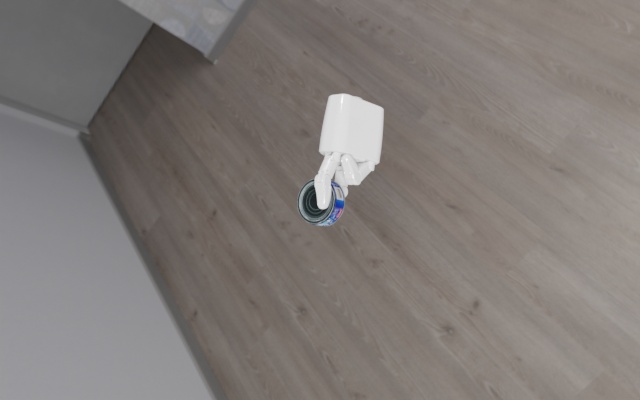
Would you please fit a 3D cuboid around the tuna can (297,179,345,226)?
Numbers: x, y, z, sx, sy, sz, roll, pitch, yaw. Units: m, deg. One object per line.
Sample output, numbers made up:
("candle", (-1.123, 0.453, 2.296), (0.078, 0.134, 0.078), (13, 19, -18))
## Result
("tuna can", (0.000, 0.003, 0.863), (0.086, 0.086, 0.034), (0, -7, 35))
